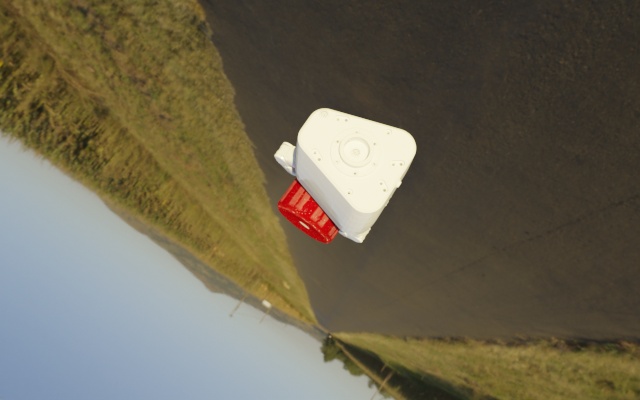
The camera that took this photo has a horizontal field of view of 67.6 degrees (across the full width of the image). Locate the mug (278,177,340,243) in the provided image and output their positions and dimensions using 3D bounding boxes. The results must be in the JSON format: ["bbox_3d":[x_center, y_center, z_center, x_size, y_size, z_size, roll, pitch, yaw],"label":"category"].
[{"bbox_3d":[0.000,0.002,0.608,0.093,0.081,0.117,34,-13,7],"label":"mug"}]
